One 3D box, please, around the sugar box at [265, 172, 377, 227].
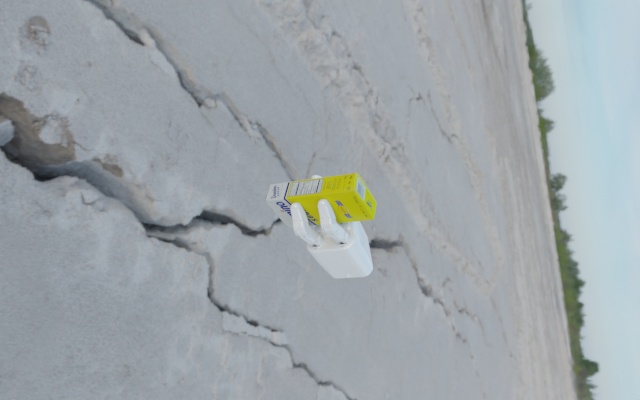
[{"bbox_3d":[0.000,0.003,0.848,0.176,0.048,0.093,-9,-40,26],"label":"sugar box"}]
